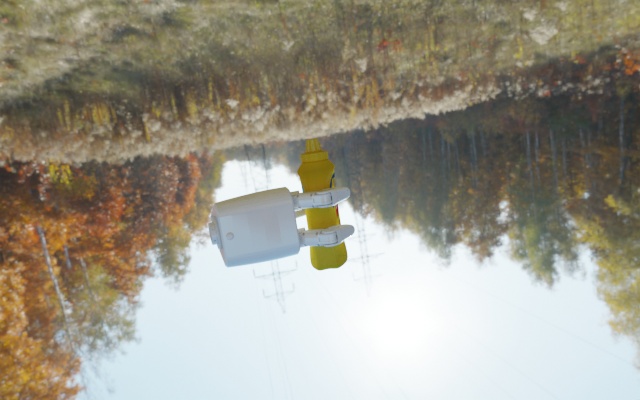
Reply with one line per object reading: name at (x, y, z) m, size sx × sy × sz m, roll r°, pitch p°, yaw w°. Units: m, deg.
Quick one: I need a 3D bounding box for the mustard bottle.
mustard bottle at (0.000, 0.003, 0.722) m, size 0.058 × 0.191 × 0.096 m, roll -8°, pitch 8°, yaw 6°
